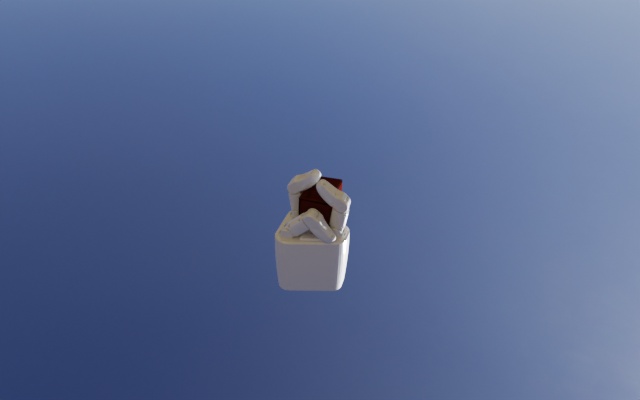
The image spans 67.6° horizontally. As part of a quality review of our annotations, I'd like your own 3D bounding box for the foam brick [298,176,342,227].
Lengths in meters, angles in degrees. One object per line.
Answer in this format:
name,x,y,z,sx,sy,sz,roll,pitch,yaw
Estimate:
foam brick,0.000,0.002,0.764,0.053,0.051,0.078,10,34,13
